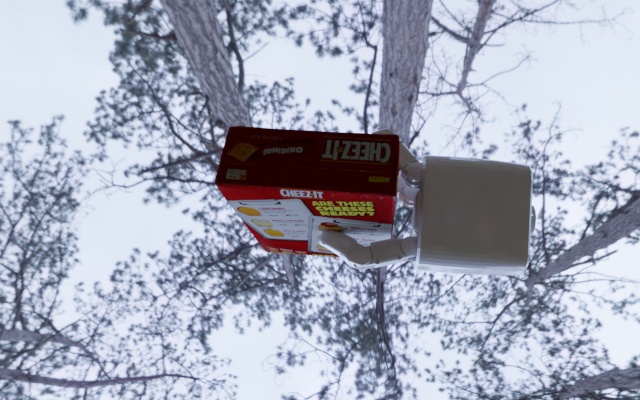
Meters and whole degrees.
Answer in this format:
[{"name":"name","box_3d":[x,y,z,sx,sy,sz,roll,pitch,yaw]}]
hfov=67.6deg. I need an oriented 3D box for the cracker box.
[{"name":"cracker box","box_3d":[0.000,0.002,0.523,0.164,0.072,0.214,4,-22,8]}]
